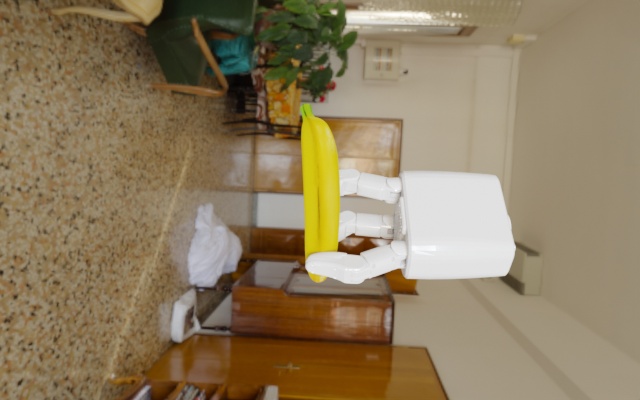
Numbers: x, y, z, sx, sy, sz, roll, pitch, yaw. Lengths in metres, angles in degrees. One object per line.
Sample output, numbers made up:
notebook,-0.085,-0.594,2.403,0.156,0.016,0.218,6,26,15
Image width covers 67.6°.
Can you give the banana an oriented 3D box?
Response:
banana,0.001,0.003,0.489,0.037,0.198,0.069,-2,15,-2
